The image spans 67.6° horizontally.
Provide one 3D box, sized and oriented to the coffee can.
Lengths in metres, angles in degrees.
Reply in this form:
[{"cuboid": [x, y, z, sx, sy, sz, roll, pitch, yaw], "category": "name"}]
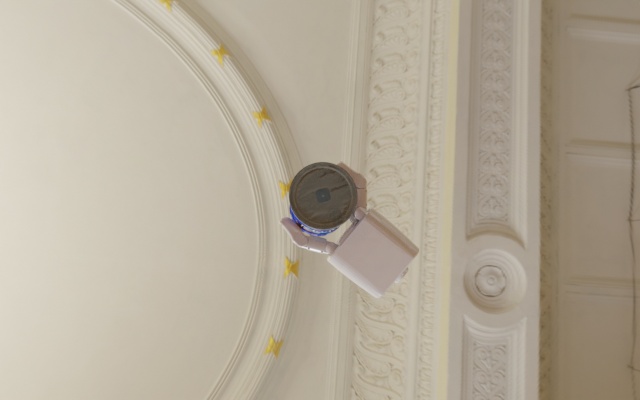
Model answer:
[{"cuboid": [0.000, 0.002, 0.776, 0.103, 0.103, 0.140, 0, -8, -3], "category": "coffee can"}]
